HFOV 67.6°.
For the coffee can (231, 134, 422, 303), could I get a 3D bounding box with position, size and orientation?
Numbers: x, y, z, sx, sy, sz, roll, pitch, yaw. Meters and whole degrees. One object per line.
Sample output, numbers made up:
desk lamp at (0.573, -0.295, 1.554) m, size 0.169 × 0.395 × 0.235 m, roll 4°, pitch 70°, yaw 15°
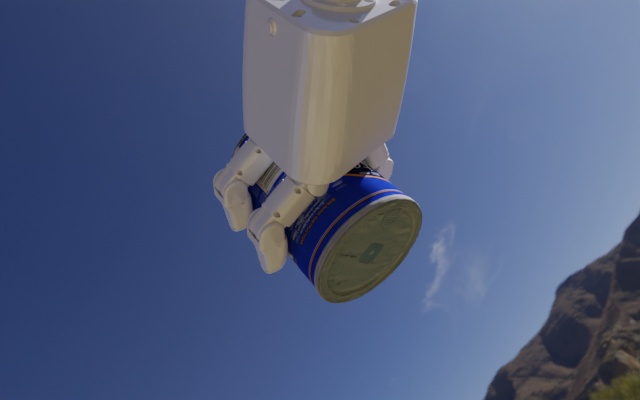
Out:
coffee can at (0.000, 0.002, 0.406) m, size 0.103 × 0.103 × 0.140 m, roll 0°, pitch 35°, yaw -45°
